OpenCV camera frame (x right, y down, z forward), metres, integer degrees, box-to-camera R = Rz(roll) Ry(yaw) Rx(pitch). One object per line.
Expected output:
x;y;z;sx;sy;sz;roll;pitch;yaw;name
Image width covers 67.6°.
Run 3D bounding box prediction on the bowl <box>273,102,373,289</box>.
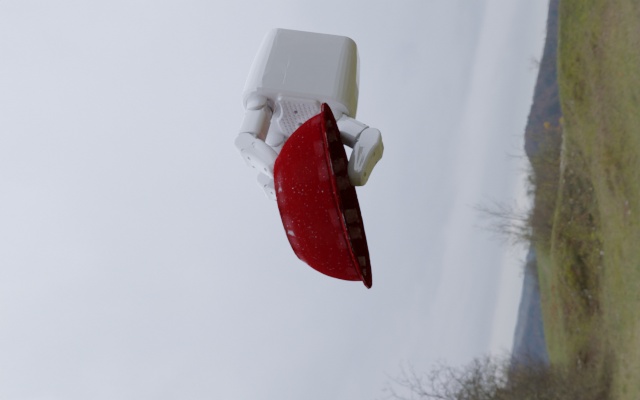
0.000;0.002;0.410;0.055;0.162;0.162;-14;-2;8;bowl
